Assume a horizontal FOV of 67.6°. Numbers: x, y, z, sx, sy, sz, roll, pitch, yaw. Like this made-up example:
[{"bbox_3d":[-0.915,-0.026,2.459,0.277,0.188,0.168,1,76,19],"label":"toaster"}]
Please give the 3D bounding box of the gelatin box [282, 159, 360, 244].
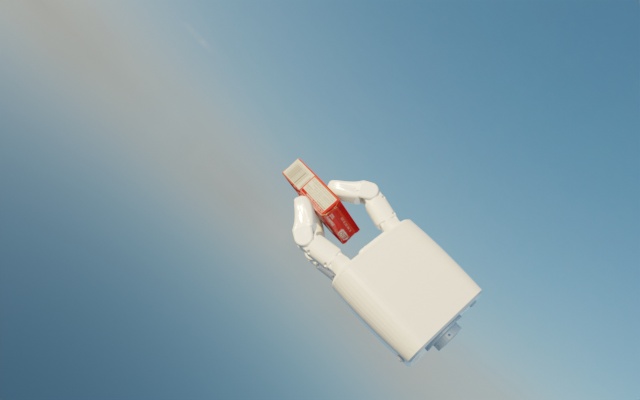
[{"bbox_3d":[0.000,0.001,0.562,0.089,0.030,0.073,47,-5,37],"label":"gelatin box"}]
